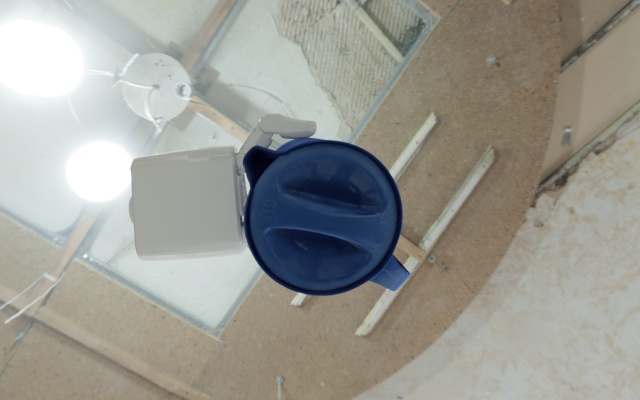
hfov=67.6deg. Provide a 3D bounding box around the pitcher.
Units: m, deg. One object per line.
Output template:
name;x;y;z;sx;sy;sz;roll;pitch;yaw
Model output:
pitcher;0.000;0.002;0.507;0.145;0.149;0.242;-6;12;-4
